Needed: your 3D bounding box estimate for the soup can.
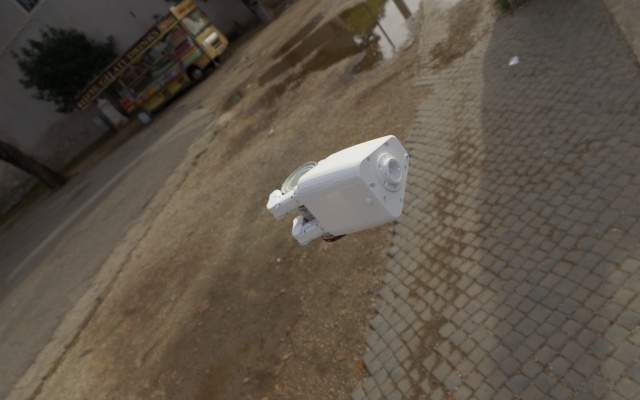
[{"bbox_3d":[0.000,0.002,0.691,0.102,0.068,0.068,48,-24,-23],"label":"soup can"}]
